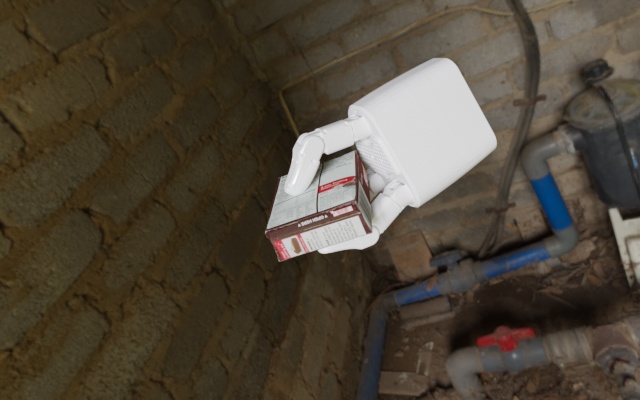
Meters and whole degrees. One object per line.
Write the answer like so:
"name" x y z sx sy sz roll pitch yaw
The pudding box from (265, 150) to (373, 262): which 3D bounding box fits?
"pudding box" 0.000 0.001 0.458 0.090 0.039 0.113 -19 25 14
